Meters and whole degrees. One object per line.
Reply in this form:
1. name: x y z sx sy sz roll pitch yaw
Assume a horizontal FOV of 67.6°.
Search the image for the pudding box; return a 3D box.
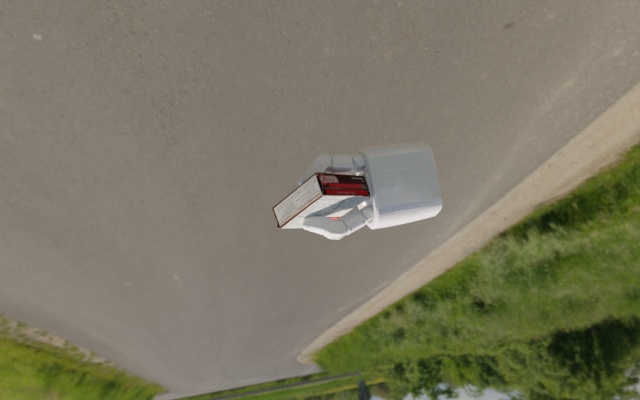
1. pudding box: 0.000 0.002 0.674 0.090 0.039 0.113 2 -29 -40
